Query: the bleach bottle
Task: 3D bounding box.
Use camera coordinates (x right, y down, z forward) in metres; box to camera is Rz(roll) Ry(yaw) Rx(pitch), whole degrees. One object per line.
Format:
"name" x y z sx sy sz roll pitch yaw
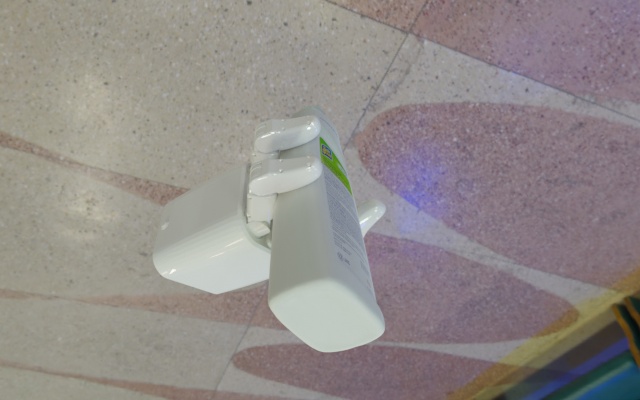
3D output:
"bleach bottle" 0.000 0.001 0.443 0.068 0.250 0.103 -23 -48 19
